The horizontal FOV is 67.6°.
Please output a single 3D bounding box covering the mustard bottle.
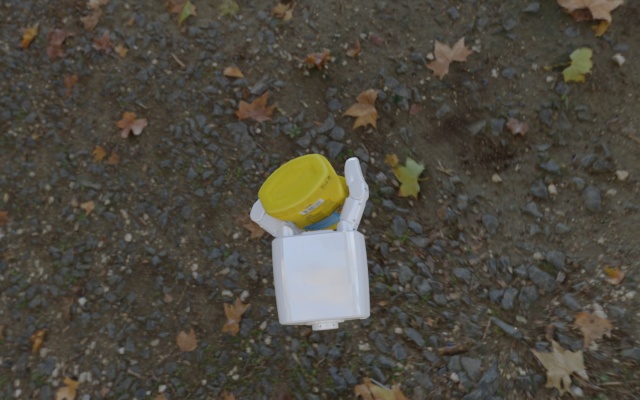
[{"bbox_3d":[0.000,0.002,0.650,0.096,0.058,0.192,-35,-24,11],"label":"mustard bottle"}]
